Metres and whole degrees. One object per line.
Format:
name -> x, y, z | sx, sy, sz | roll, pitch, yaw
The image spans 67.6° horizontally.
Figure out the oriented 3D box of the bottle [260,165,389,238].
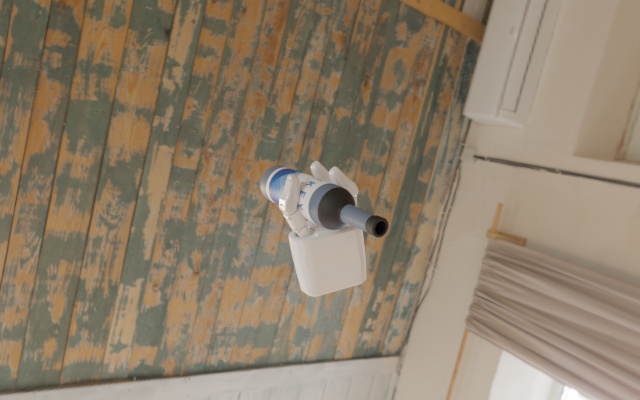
bottle -> 0.000, 0.002, 0.739 | 0.069, 0.069, 0.295 | 0, 13, -33
